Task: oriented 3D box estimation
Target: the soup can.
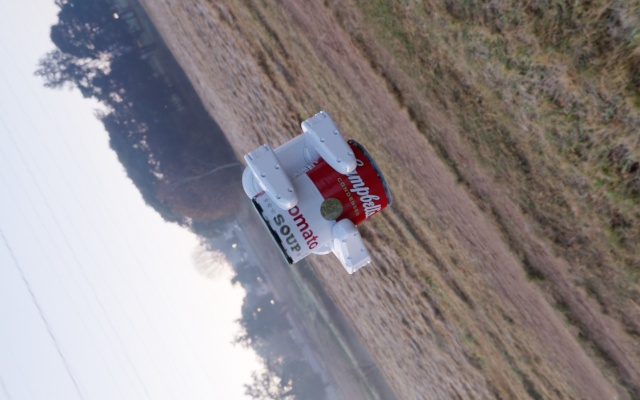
[{"bbox_3d":[0.000,0.002,0.411,0.102,0.068,0.068,-31,5,-8],"label":"soup can"}]
